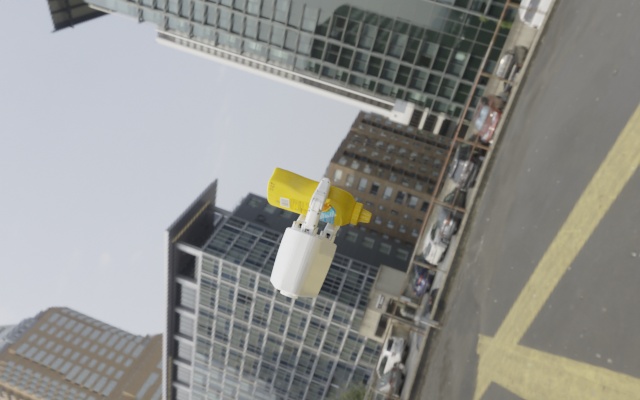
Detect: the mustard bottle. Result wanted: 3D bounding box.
[{"bbox_3d":[0.000,0.002,0.874,0.191,0.058,0.096,19,-29,7],"label":"mustard bottle"}]
